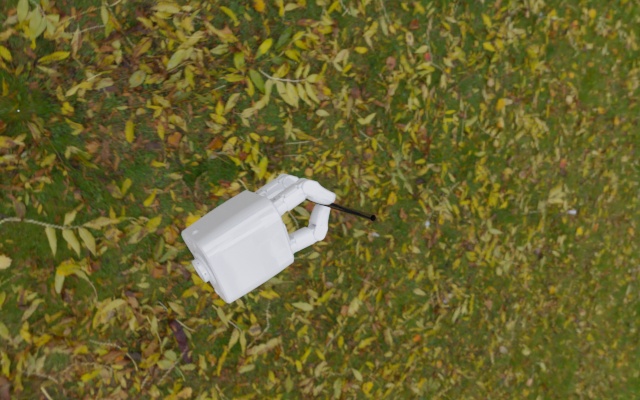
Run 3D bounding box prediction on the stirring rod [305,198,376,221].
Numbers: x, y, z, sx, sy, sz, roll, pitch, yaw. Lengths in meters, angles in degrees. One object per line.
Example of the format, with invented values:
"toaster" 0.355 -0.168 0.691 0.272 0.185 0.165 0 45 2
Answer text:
"stirring rod" 0.000 0.002 0.676 0.011 0.011 0.239 0 9 -32
